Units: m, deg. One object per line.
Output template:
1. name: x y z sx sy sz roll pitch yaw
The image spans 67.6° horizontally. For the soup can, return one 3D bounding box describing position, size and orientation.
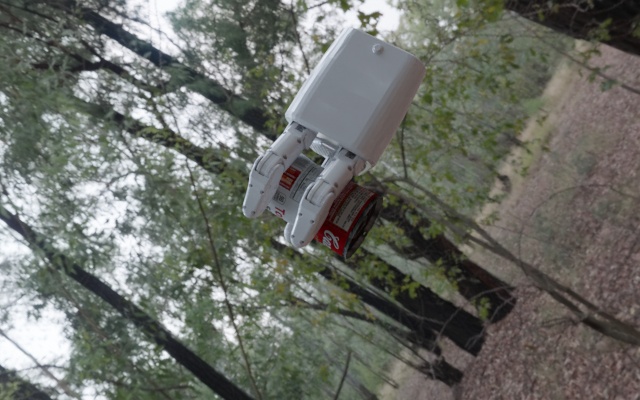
1. soup can: 0.000 0.002 0.464 0.102 0.068 0.068 30 9 15
